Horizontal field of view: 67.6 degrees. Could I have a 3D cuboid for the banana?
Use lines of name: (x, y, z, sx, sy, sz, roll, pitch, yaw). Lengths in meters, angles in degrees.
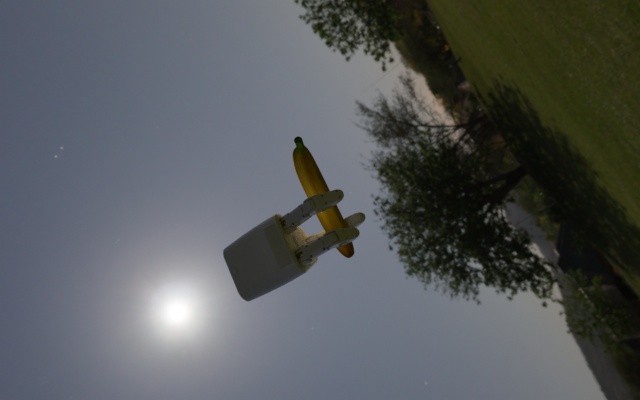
banana: (0.000, -0.003, 0.738, 0.037, 0.198, 0.069, -26, 6, 6)
